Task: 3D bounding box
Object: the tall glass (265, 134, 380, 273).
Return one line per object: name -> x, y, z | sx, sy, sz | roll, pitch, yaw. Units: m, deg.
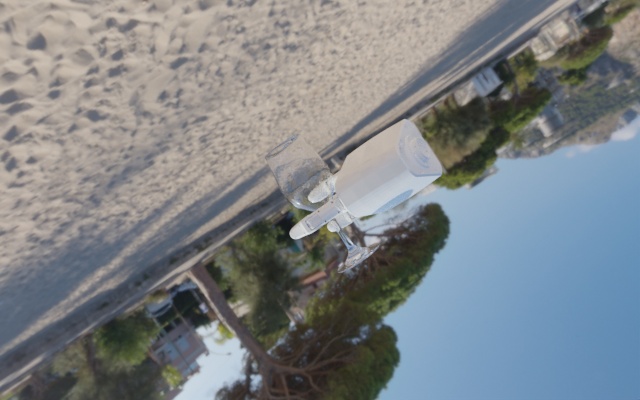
tall glass -> 0.000, 0.003, 0.698 | 0.079, 0.201, 0.079 | -35, 1, 1
